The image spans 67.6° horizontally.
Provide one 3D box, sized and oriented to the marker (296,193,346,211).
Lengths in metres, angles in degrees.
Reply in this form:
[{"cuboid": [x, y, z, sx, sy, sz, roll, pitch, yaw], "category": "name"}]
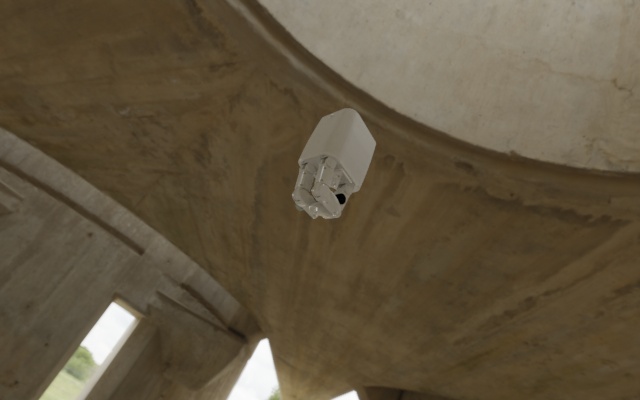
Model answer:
[{"cuboid": [0.000, 0.003, 0.832, 0.020, 0.020, 0.121, 0, -6, -40], "category": "marker"}]
